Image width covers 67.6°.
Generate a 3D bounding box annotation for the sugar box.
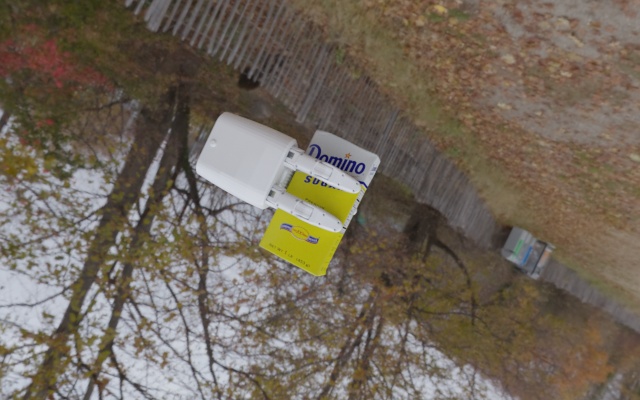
[{"bbox_3d":[0.000,0.002,0.638,0.093,0.176,0.048,25,1,14],"label":"sugar box"}]
